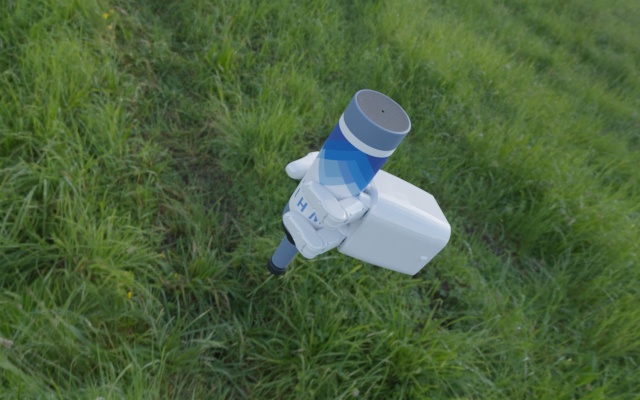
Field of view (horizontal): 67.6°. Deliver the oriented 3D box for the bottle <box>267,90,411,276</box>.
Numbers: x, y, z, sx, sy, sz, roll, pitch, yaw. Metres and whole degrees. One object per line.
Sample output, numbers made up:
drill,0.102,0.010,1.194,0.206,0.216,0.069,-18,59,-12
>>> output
bottle,0.000,0.002,0.579,0.069,0.069,0.296,0,-39,-34
